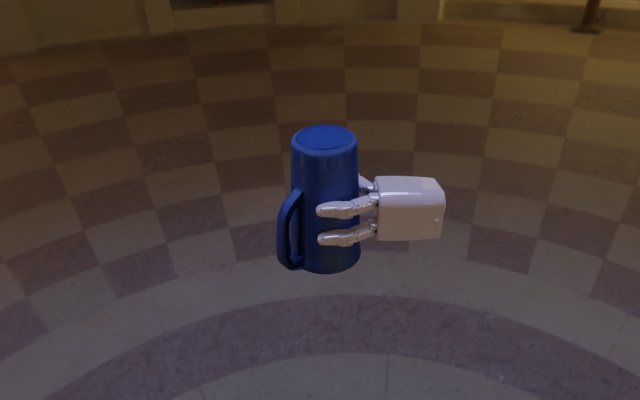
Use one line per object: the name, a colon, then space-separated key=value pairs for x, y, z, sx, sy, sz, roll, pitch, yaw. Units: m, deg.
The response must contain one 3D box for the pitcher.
pitcher: x=0.000 y=0.003 z=0.822 sx=0.145 sy=0.243 sz=0.149 roll=1 pitch=33 yaw=3
